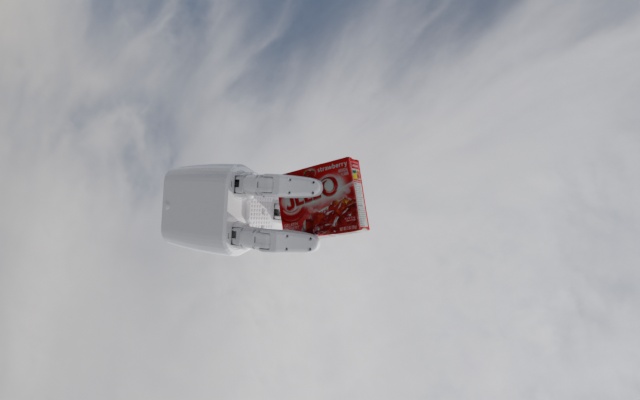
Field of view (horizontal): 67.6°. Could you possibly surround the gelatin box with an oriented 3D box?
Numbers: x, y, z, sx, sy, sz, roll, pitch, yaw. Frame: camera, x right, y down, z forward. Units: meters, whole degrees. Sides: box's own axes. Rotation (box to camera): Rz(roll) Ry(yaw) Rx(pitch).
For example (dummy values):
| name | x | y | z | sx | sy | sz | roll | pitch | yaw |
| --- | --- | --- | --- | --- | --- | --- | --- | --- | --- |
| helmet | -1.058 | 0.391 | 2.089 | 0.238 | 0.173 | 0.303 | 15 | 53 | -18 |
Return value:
| name | x | y | z | sx | sy | sz | roll | pitch | yaw |
| --- | --- | --- | --- | --- | --- | --- | --- | --- | --- |
| gelatin box | 0.001 | 0.002 | 0.485 | 0.089 | 0.073 | 0.030 | -12 | -9 | 27 |
